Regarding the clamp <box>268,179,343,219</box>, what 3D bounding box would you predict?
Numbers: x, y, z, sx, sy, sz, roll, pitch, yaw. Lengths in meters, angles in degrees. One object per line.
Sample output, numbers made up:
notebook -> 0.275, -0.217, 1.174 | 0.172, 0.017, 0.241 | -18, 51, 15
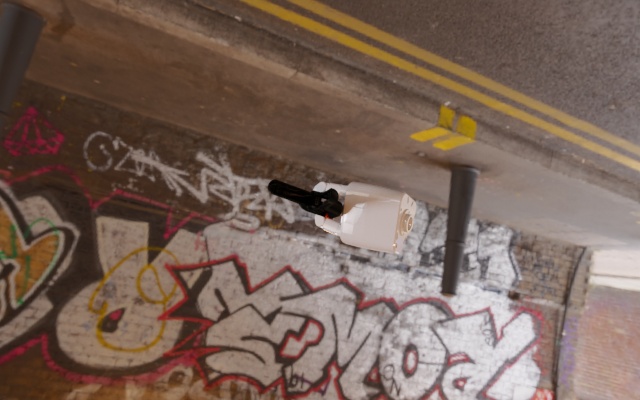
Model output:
clamp -> 0.000, 0.003, 0.818 | 0.120, 0.039, 0.171 | 14, -6, 30
